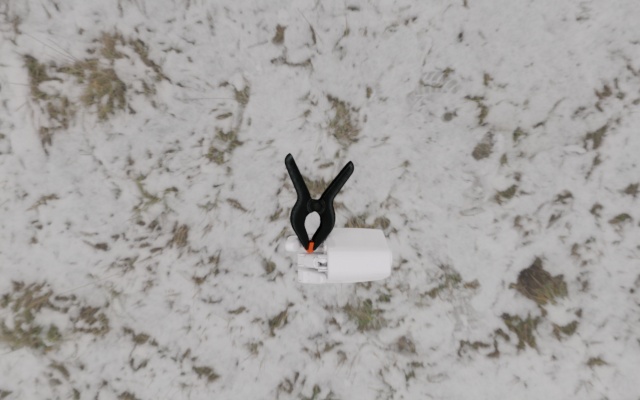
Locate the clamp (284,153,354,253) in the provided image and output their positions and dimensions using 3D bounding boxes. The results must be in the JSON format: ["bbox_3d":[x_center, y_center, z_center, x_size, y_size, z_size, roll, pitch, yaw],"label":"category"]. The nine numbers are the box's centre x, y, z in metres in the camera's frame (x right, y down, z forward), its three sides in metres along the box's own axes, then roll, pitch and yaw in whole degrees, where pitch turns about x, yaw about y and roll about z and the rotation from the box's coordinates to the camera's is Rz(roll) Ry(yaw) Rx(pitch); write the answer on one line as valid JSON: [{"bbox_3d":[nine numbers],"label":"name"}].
[{"bbox_3d":[0.000,0.003,0.821,0.120,0.171,0.039,-2,8,-4],"label":"clamp"}]
